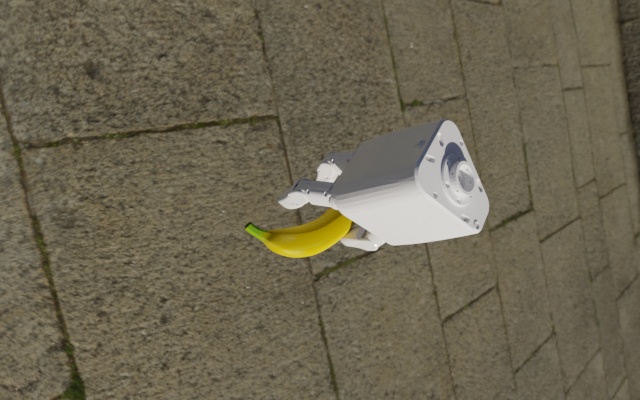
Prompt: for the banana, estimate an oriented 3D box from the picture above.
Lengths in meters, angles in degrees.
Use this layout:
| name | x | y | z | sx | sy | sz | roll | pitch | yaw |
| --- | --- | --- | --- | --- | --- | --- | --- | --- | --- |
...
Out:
| name | x | y | z | sx | sy | sz | roll | pitch | yaw |
| --- | --- | --- | --- | --- | --- | --- | --- | --- | --- |
| banana | 0.005 | 0.020 | 0.581 | 0.197 | 0.069 | 0.037 | -27 | 4 | -39 |
